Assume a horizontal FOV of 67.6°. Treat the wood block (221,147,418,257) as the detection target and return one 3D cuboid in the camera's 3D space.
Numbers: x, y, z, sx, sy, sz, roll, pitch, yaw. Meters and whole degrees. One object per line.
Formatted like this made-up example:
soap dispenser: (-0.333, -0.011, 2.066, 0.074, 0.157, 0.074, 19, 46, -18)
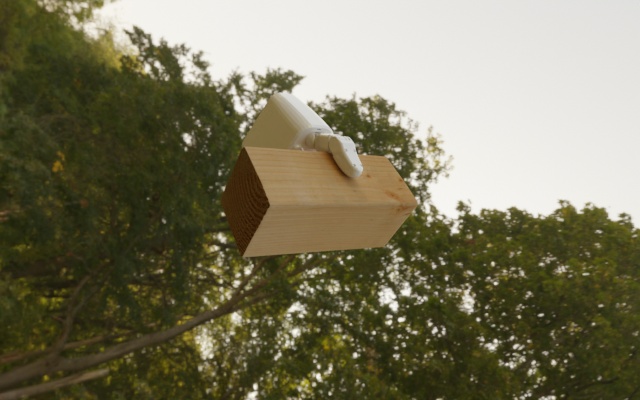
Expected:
wood block: (0.000, 0.001, 0.574, 0.206, 0.090, 0.091, 0, -43, -34)
